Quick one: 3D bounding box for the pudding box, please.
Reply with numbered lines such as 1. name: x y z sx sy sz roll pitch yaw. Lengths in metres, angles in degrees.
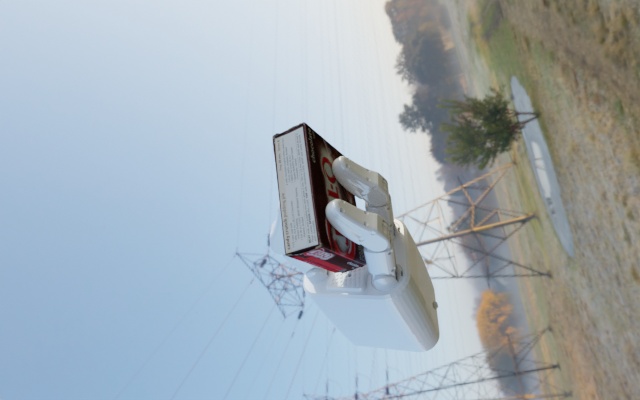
1. pudding box: 0.000 0.001 0.421 0.039 0.113 0.090 -20 -24 21
